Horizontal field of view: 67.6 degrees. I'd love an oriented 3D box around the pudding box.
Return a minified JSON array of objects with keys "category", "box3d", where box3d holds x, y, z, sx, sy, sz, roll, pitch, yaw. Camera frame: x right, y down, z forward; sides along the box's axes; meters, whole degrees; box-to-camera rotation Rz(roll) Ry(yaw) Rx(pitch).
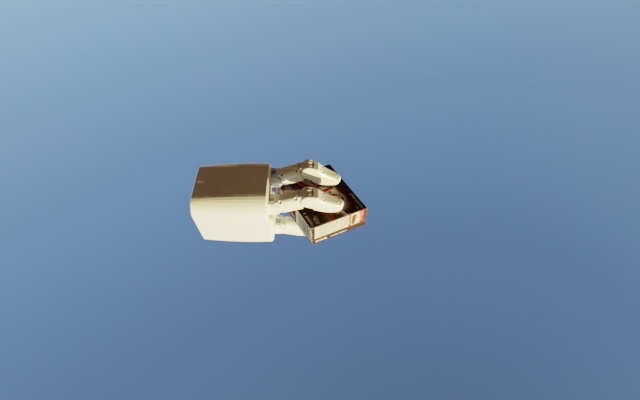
[{"category":"pudding box","box3d":[0.000,0.002,0.691,0.090,0.039,0.113,-20,49,-21]}]
